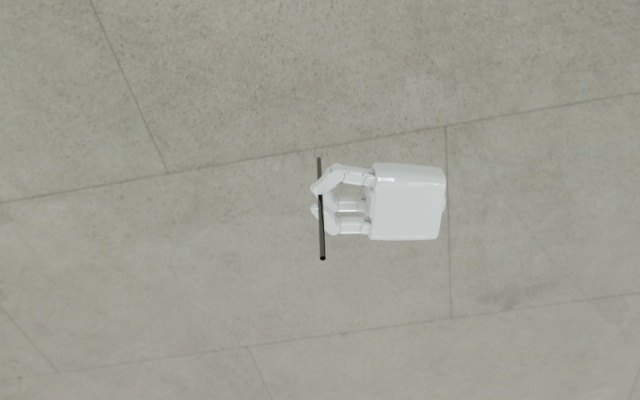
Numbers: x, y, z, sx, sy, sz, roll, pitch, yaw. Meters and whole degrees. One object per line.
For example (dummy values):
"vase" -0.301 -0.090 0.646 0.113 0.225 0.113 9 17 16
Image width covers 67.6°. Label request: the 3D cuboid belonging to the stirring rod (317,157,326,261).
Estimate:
"stirring rod" 0.000 0.002 0.711 0.011 0.011 0.239 0 37 -2
